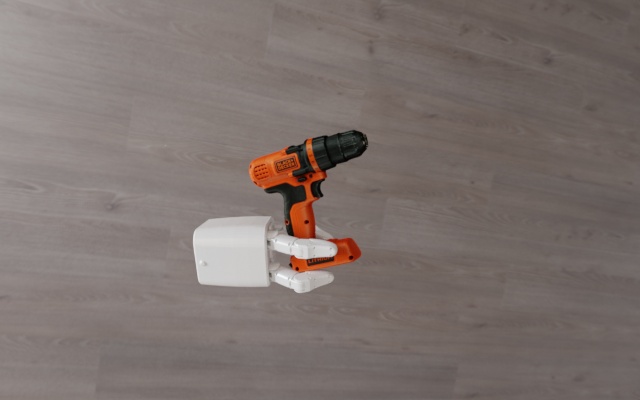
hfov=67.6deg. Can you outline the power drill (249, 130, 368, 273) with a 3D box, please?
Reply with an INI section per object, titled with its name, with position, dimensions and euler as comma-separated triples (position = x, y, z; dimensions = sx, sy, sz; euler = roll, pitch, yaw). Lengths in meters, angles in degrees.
[power drill]
position = 0.000, 0.003, 0.704
dimensions = 0.184, 0.187, 0.057
euler = -15, 2, 20
